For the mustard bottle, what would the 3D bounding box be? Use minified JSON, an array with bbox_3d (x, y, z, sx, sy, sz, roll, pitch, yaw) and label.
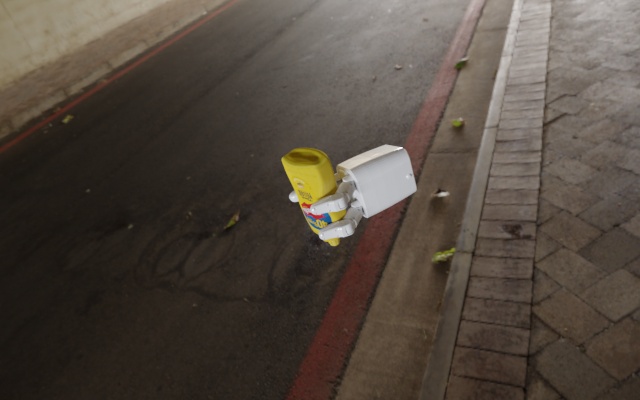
[{"bbox_3d":[0.000,0.003,0.840,0.096,0.192,0.058,17,48,44],"label":"mustard bottle"}]
